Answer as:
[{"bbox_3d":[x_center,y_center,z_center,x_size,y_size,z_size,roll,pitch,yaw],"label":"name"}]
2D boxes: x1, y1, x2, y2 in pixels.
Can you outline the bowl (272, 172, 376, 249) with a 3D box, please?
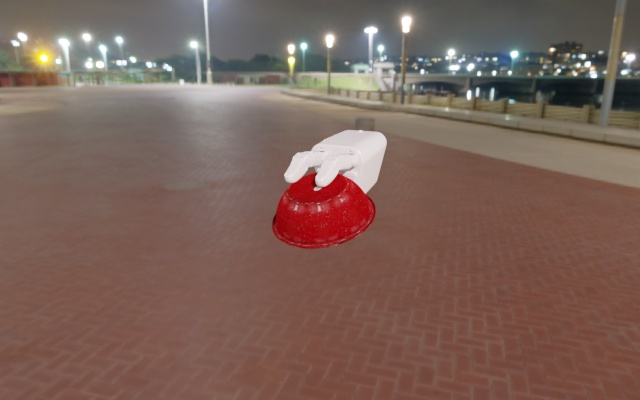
[{"bbox_3d":[0.000,0.003,0.715,0.162,0.055,0.162,-9,32,5],"label":"bowl"}]
